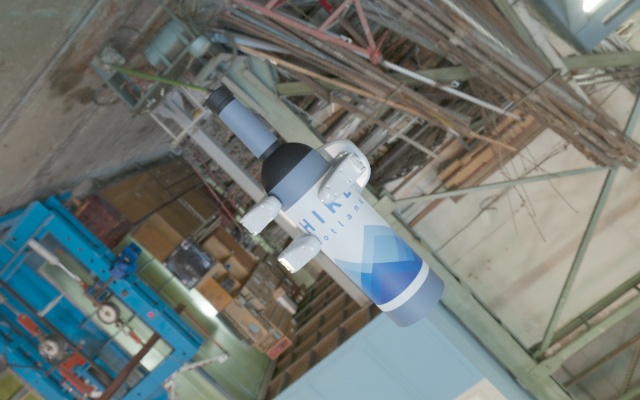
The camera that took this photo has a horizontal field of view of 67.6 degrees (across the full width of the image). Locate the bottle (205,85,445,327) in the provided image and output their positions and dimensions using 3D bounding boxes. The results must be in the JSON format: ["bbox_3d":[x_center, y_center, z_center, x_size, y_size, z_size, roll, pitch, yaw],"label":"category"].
[{"bbox_3d":[0.000,0.002,0.478,0.069,0.296,0.069,-44,6,6],"label":"bottle"}]
